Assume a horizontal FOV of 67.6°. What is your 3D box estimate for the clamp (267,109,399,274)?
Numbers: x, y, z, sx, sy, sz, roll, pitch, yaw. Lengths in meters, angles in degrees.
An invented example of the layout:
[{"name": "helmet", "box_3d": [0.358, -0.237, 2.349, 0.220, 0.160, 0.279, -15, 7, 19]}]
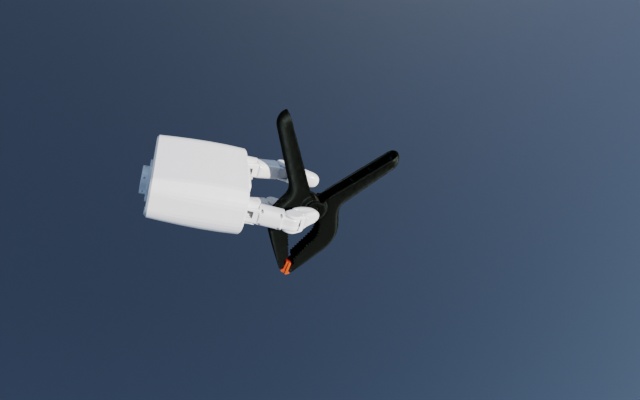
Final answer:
[{"name": "clamp", "box_3d": [0.000, 0.003, 0.609, 0.164, 0.210, 0.036, 11, 22, -18]}]
